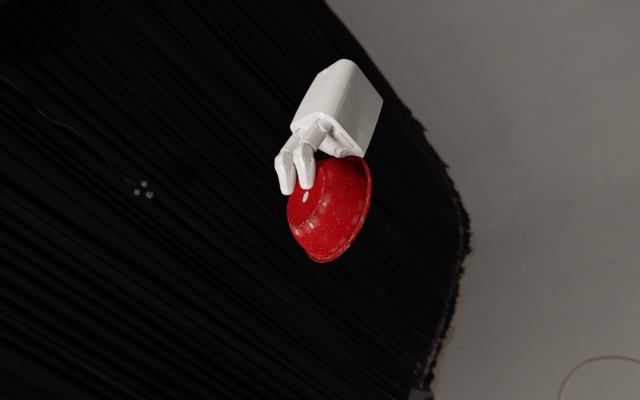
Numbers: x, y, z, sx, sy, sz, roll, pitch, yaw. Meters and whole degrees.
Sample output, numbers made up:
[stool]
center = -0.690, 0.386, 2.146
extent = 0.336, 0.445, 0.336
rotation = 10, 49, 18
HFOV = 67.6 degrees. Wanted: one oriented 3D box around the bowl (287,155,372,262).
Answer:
[bowl]
center = 0.000, 0.003, 0.667
extent = 0.055, 0.162, 0.162
rotation = 22, -11, -29
